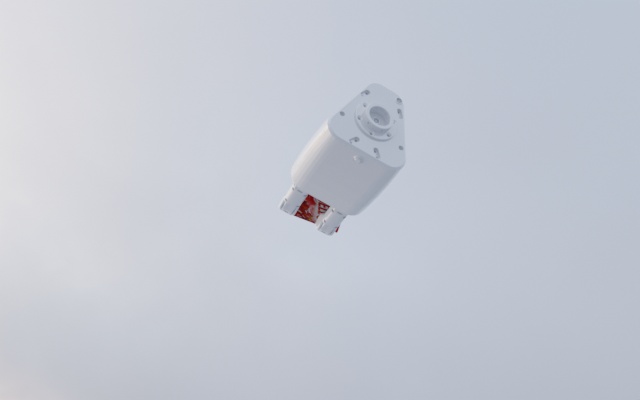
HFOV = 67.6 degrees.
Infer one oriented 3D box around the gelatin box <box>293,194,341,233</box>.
[{"bbox_3d":[0.000,0.002,0.648,0.073,0.030,0.089,21,-30,3],"label":"gelatin box"}]
